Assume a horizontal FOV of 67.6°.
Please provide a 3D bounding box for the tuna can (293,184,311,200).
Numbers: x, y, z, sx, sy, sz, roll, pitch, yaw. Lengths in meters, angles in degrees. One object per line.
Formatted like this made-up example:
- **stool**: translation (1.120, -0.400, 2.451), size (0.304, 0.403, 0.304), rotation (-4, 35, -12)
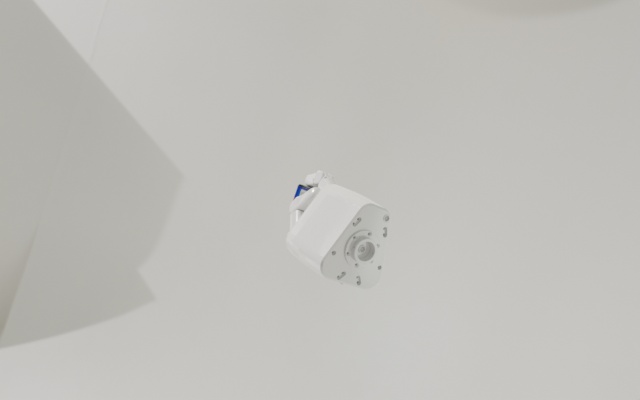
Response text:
- **tuna can**: translation (0.000, 0.002, 0.750), size (0.086, 0.034, 0.086), rotation (18, 2, -1)
